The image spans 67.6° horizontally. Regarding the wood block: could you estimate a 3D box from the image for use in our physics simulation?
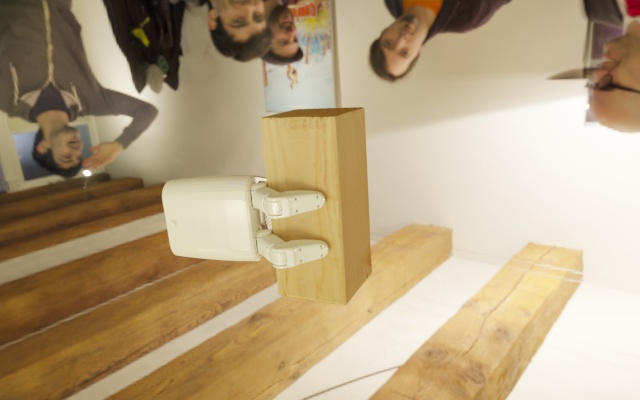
[{"bbox_3d":[0.000,0.002,0.550,0.090,0.206,0.090,3,18,24],"label":"wood block"}]
